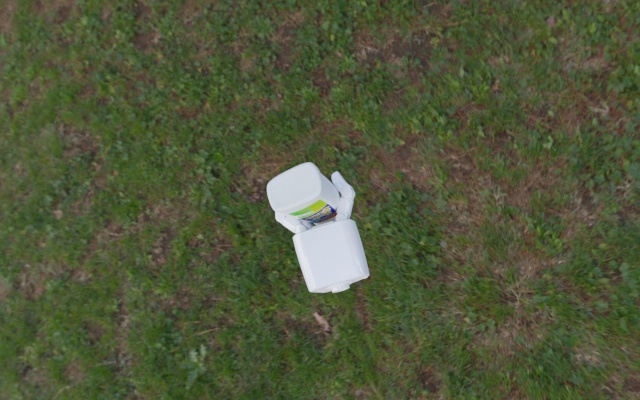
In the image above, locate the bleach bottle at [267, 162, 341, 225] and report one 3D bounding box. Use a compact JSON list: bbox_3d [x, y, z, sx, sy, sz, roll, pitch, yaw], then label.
[{"bbox_3d":[0.000,0.003,0.895,0.102,0.068,0.251,-23,-19,17],"label":"bleach bottle"}]
